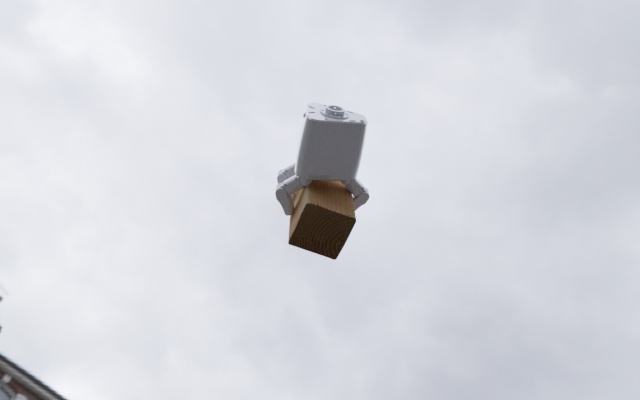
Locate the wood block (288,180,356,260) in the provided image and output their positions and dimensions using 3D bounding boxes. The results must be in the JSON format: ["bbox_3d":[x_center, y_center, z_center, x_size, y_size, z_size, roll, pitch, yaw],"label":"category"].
[{"bbox_3d":[0.001,0.003,0.871,0.091,0.090,0.206,19,27,-11],"label":"wood block"}]
